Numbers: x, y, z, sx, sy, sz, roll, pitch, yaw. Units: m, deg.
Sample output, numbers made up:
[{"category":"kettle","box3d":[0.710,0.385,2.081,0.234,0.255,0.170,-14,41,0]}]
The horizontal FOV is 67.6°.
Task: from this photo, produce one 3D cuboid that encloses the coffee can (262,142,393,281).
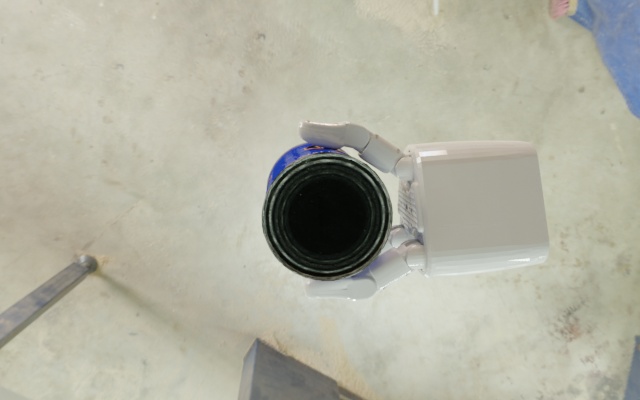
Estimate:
[{"category":"coffee can","box3d":[0.000,0.001,0.436,0.103,0.103,0.140,0,10,-5]}]
